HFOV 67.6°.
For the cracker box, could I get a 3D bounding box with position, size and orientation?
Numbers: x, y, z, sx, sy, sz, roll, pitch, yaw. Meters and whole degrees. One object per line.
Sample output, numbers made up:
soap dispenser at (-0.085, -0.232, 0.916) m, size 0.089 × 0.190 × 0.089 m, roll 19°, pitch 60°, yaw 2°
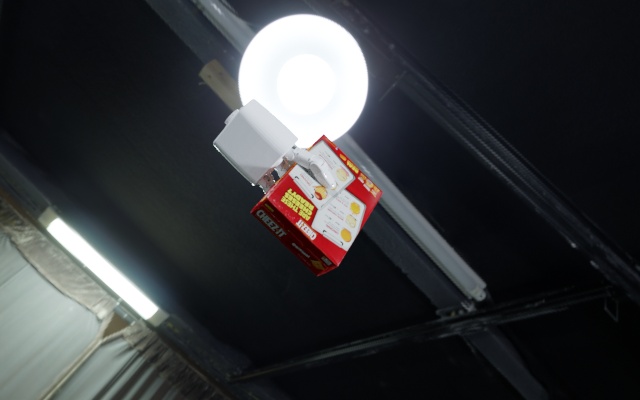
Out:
cracker box at (0.000, 0.003, 0.857) m, size 0.072 × 0.164 × 0.213 m, roll -37°, pitch 11°, yaw 46°
